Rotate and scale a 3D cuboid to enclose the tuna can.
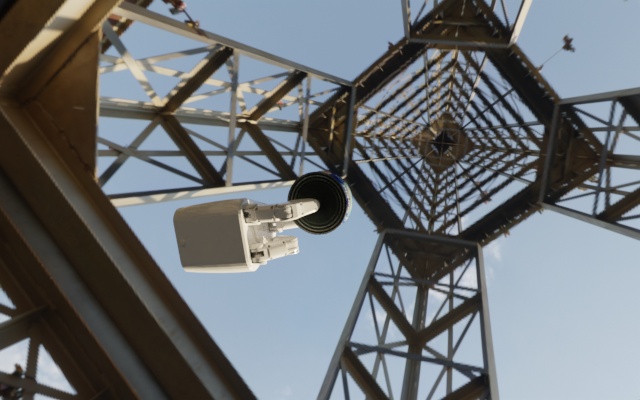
[{"bbox_3d":[0.000,0.002,0.655,0.086,0.086,0.033,0,7,19],"label":"tuna can"}]
